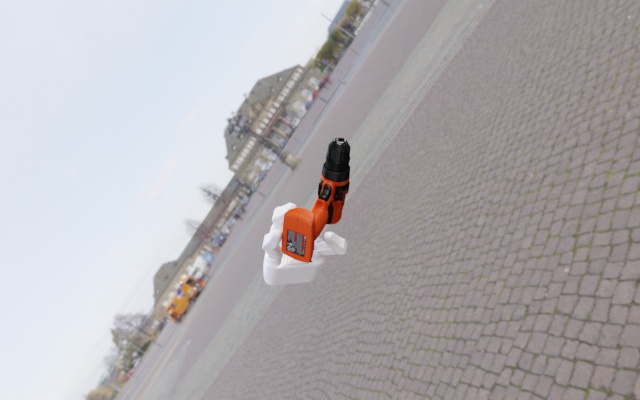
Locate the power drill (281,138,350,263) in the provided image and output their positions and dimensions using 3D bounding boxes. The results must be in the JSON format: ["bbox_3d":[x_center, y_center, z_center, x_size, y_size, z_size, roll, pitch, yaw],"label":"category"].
[{"bbox_3d":[0.000,0.003,0.831,0.057,0.185,0.187,19,40,17],"label":"power drill"}]
